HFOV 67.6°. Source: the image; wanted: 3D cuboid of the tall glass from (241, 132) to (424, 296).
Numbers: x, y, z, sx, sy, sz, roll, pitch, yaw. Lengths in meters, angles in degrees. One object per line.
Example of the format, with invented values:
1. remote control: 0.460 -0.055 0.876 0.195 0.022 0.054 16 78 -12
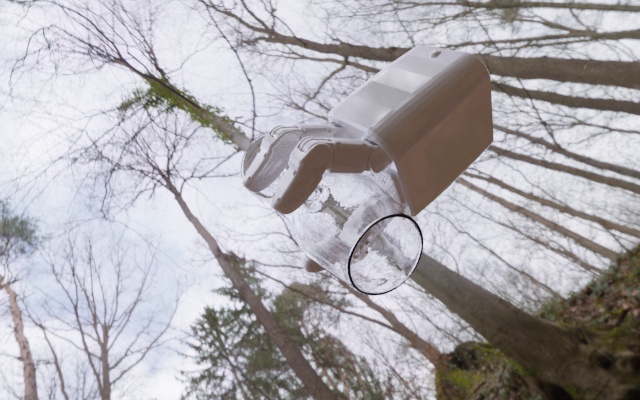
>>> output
1. tall glass: 0.000 0.001 0.403 0.079 0.079 0.201 0 22 -29
